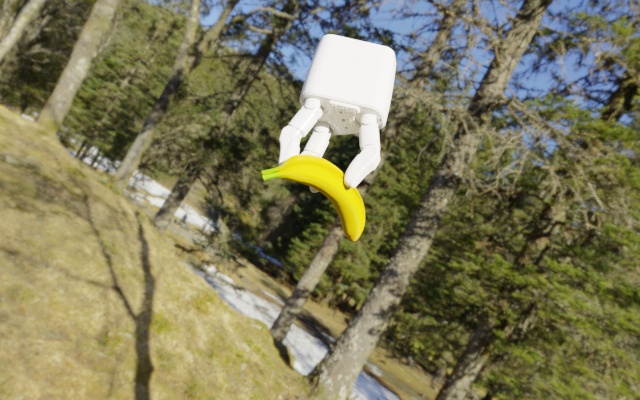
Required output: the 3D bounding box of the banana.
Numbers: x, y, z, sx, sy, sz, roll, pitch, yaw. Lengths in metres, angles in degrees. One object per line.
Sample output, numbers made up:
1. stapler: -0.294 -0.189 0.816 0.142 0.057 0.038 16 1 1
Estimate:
1. banana: 0.013 -0.007 0.622 0.069 0.037 0.198 -28 -45 26
